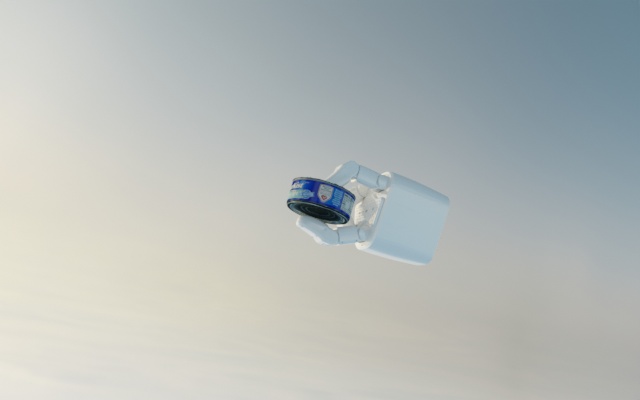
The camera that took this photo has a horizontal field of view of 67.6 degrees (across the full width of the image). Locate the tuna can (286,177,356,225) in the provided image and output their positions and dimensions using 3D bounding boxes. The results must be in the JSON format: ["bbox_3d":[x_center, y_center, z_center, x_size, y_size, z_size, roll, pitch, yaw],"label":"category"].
[{"bbox_3d":[0.000,0.003,0.615,0.086,0.033,0.086,15,-15,4],"label":"tuna can"}]
